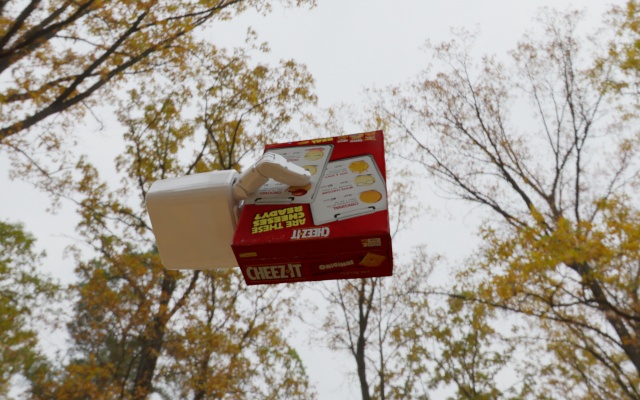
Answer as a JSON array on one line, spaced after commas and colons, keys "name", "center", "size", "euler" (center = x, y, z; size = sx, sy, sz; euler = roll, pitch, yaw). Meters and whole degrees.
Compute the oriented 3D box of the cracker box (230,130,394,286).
[{"name": "cracker box", "center": [0.000, 0.002, 0.575], "size": [0.164, 0.072, 0.213], "euler": [-6, 36, 9]}]
